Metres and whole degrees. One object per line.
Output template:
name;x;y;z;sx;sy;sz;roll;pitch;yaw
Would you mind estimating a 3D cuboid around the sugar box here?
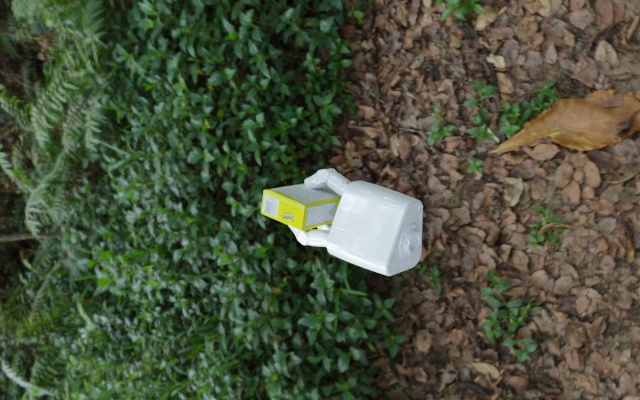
sugar box;0.000;0.003;0.774;0.093;0.048;0.176;22;19;38
